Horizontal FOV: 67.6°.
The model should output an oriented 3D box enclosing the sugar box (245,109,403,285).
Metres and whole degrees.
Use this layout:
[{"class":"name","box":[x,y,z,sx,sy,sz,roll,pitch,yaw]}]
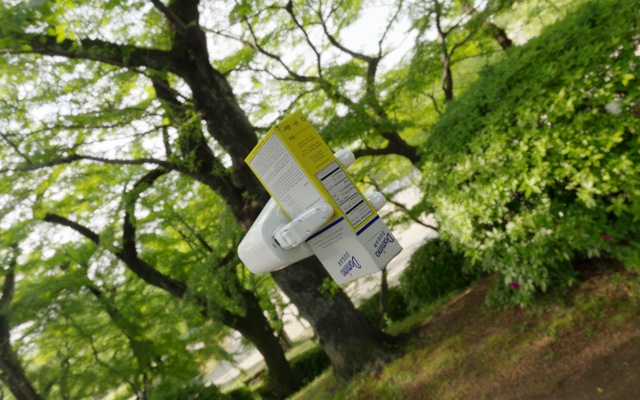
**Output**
[{"class":"sugar box","box":[0.000,0.001,0.504,0.048,0.176,0.093,-40,3,-32]}]
